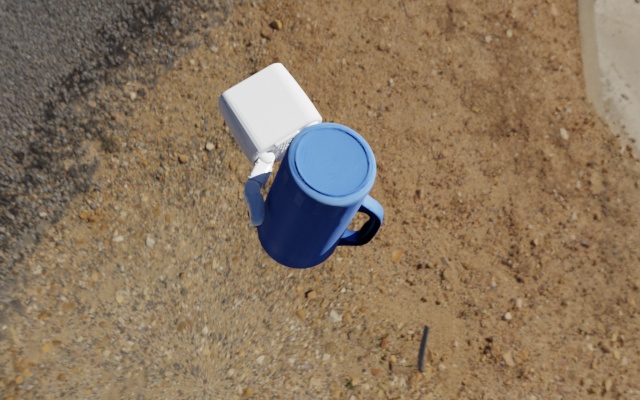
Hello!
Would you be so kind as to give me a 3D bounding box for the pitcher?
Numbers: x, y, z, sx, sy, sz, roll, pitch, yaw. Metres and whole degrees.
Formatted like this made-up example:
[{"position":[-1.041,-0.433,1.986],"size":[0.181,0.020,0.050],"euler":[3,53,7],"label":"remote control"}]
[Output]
[{"position":[0.000,0.002,0.650],"size":[0.149,0.145,0.243],"euler":[-27,-14,-21],"label":"pitcher"}]
